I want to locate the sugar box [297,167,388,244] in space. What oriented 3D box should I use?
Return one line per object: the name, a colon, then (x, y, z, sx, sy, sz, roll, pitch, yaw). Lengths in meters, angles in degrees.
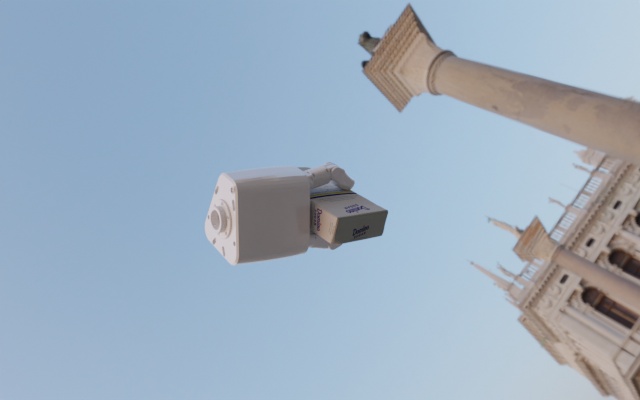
sugar box: (0.000, 0.003, 0.674, 0.093, 0.048, 0.176, -6, 29, -38)
